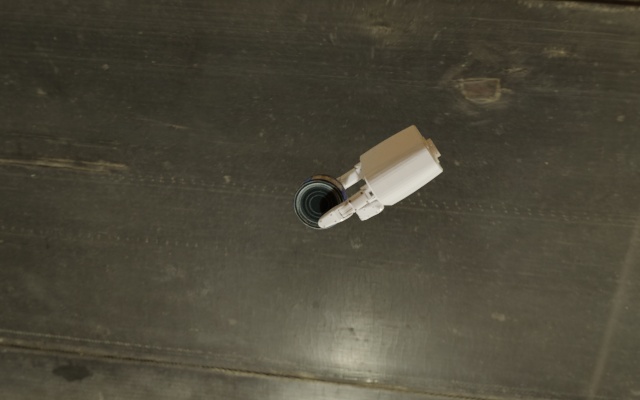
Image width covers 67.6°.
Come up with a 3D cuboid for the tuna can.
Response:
[{"bbox_3d":[0.000,0.003,0.778,0.086,0.086,0.033,0,18,10],"label":"tuna can"}]
